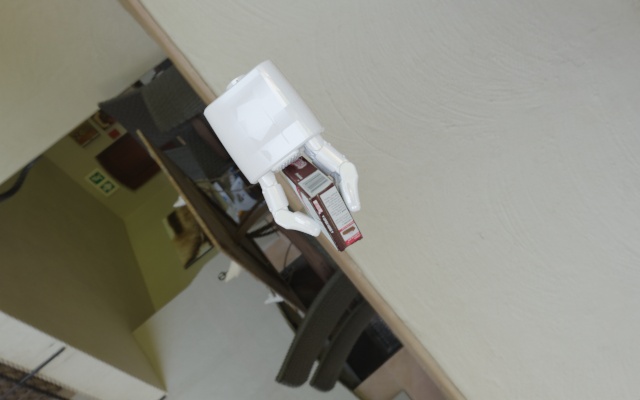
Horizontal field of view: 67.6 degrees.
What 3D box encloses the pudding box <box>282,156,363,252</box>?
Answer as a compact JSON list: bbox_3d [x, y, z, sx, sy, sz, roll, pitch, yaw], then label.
[{"bbox_3d":[0.000,0.002,0.603,0.039,0.090,0.113,-33,30,-5],"label":"pudding box"}]
